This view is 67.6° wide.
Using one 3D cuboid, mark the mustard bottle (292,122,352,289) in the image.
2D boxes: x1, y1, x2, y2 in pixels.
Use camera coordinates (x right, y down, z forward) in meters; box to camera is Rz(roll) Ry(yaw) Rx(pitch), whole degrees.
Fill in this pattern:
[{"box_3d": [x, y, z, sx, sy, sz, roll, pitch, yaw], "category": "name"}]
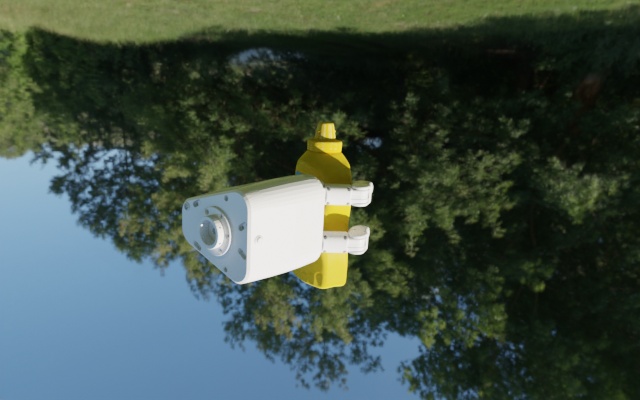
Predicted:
[{"box_3d": [0.000, 0.002, 0.581, 0.058, 0.192, 0.096, -3, 15, -26], "category": "mustard bottle"}]
